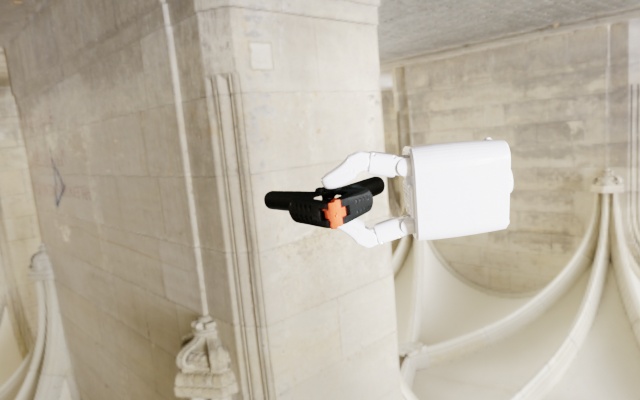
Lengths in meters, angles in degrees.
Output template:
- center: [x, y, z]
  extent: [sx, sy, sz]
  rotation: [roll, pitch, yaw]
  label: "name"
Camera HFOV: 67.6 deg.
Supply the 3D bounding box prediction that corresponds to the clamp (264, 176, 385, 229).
- center: [0.000, 0.003, 0.567]
  extent: [0.164, 0.036, 0.210]
  rotation: [-8, 8, 5]
  label: "clamp"
